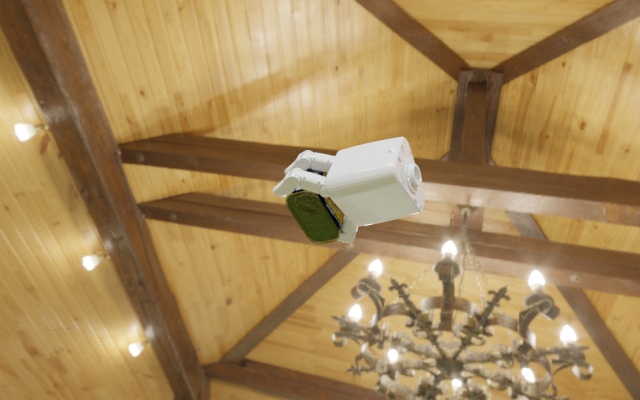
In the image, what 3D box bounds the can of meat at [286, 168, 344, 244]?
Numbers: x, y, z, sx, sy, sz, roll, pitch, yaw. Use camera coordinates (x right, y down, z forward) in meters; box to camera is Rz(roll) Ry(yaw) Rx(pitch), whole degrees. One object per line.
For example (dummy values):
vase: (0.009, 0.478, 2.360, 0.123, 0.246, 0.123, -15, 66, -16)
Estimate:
can of meat: (0.000, 0.002, 0.752, 0.057, 0.102, 0.084, -14, 32, 31)
